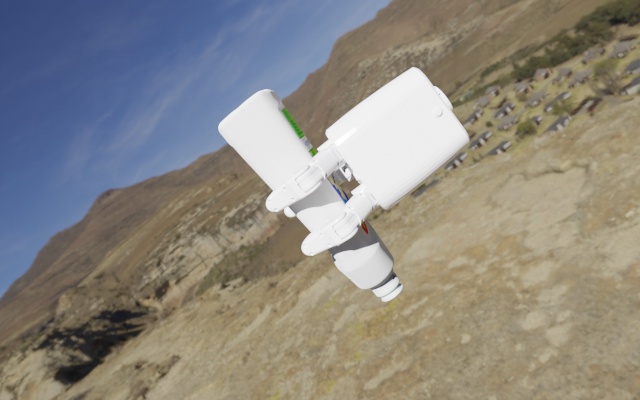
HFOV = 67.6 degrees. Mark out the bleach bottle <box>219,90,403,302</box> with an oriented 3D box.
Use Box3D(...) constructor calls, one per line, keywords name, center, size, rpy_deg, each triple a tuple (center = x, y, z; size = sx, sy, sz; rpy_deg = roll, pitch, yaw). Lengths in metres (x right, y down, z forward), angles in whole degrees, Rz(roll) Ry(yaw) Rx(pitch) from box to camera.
Box3D(name="bleach bottle", center=(0.000, 0.002, 0.507), size=(0.068, 0.251, 0.102), rpy_deg=(-38, 8, 7))
